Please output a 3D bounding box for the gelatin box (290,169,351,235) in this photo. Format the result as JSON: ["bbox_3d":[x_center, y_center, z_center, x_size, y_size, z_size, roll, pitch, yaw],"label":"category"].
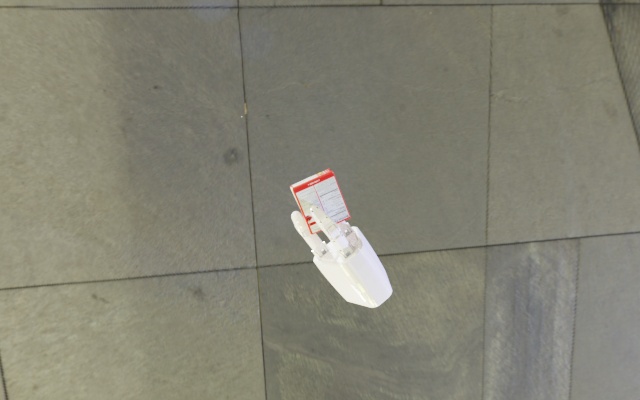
[{"bbox_3d":[0.000,0.002,0.790,0.073,0.089,0.030,-24,19,-6],"label":"gelatin box"}]
